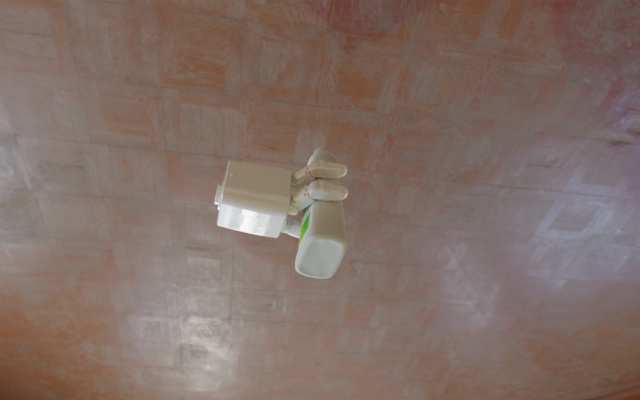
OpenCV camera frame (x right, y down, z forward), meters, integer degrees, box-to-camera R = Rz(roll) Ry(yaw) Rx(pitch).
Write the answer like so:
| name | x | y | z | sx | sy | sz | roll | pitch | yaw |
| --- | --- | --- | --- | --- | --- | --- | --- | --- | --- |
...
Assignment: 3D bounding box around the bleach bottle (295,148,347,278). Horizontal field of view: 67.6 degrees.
| name | x | y | z | sx | sy | sz | roll | pitch | yaw |
| --- | --- | --- | --- | --- | --- | --- | --- | --- | --- |
| bleach bottle | 0.000 | 0.003 | 0.809 | 0.068 | 0.103 | 0.250 | 12 | 41 | -12 |
